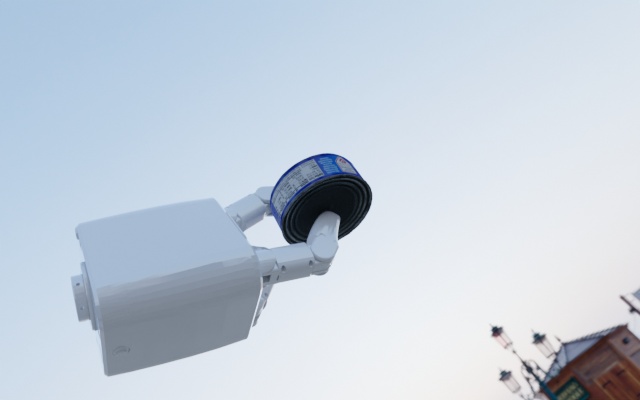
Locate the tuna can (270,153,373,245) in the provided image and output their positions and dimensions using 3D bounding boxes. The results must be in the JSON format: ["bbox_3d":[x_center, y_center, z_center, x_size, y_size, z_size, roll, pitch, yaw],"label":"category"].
[{"bbox_3d":[0.000,0.001,0.417,0.086,0.086,0.033,0,41,-34],"label":"tuna can"}]
